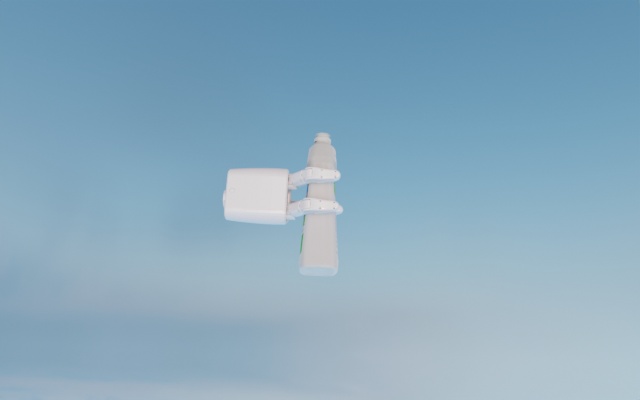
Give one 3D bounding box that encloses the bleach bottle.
[{"bbox_3d":[0.000,0.003,0.852,0.068,0.250,0.103,2,-18,-1],"label":"bleach bottle"}]
